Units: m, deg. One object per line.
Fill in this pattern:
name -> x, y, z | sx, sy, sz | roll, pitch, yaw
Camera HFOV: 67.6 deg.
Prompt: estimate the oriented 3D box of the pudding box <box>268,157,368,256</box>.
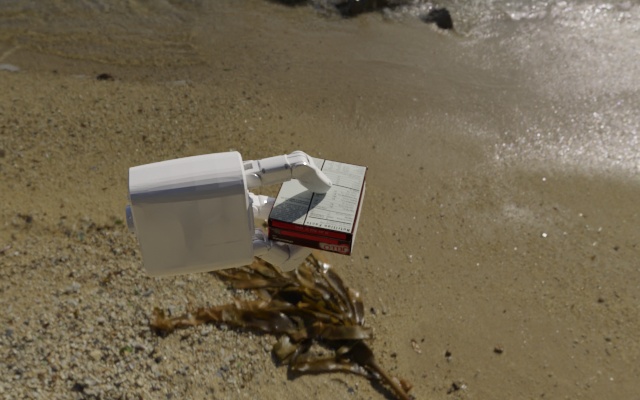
pudding box -> 0.000, 0.002, 0.522 | 0.090, 0.113, 0.039 | 11, -44, 7
